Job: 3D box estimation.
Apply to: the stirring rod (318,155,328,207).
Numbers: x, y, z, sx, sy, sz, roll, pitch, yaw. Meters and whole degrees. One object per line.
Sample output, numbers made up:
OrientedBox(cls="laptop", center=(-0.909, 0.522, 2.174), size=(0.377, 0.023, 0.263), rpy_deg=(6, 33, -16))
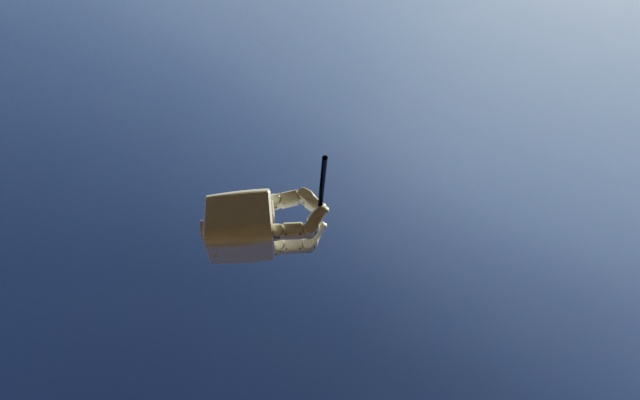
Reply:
OrientedBox(cls="stirring rod", center=(0.000, 0.002, 0.754), size=(0.011, 0.011, 0.240), rpy_deg=(0, -30, -3))
